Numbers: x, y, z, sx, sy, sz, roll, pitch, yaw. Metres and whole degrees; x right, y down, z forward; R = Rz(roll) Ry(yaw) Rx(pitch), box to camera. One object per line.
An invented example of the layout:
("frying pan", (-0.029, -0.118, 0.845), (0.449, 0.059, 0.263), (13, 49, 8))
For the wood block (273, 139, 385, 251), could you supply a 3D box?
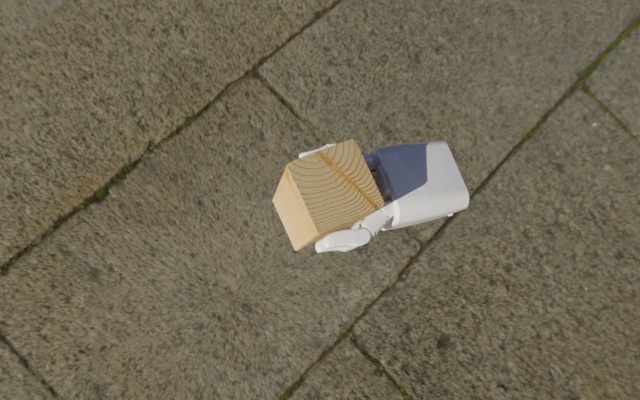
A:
("wood block", (0.000, 0.002, 0.643), (0.090, 0.091, 0.206), (-22, -7, -14))
